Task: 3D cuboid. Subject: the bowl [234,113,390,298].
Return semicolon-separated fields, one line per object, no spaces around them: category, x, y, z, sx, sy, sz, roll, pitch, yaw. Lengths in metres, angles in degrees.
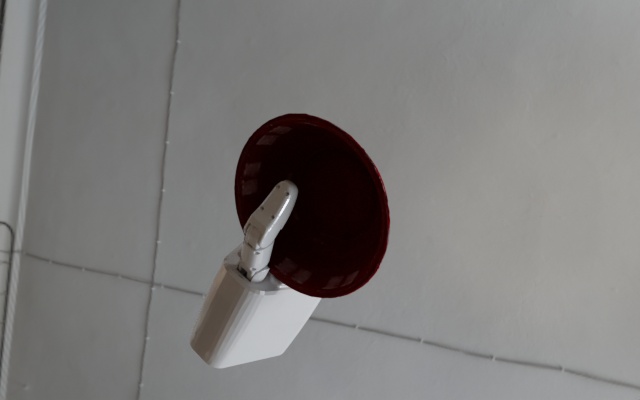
bowl;0.001;0.000;0.423;0.162;0.162;0.055;0;15;36
